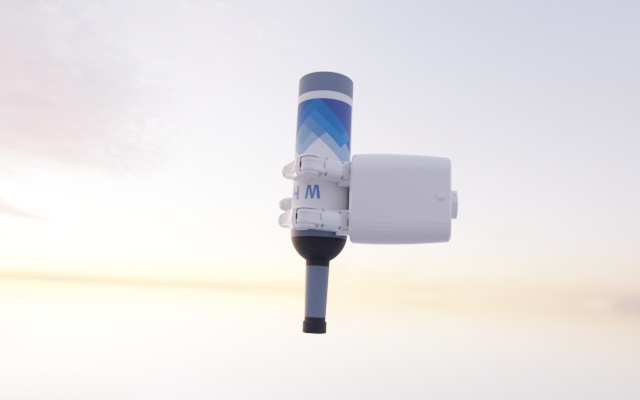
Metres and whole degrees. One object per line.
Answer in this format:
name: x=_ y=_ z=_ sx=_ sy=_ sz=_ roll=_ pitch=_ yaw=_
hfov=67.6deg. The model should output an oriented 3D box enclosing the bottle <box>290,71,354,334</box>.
bottle: x=0.000 y=0.002 z=0.553 sx=0.069 sy=0.295 sz=0.069 roll=3 pitch=-11 yaw=1
